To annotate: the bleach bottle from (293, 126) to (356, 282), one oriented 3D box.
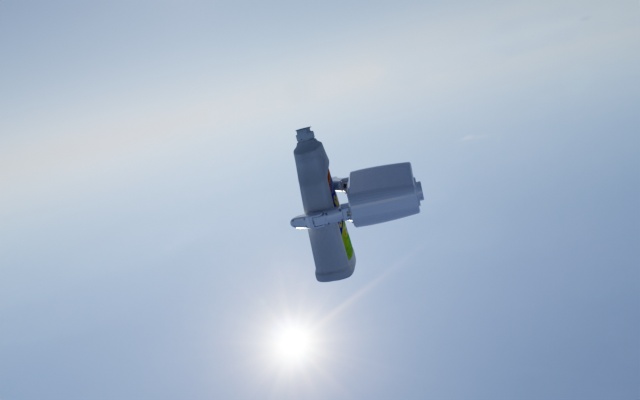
[{"bbox_3d":[0.000,0.003,0.803,0.068,0.251,0.102,-11,14,12],"label":"bleach bottle"}]
